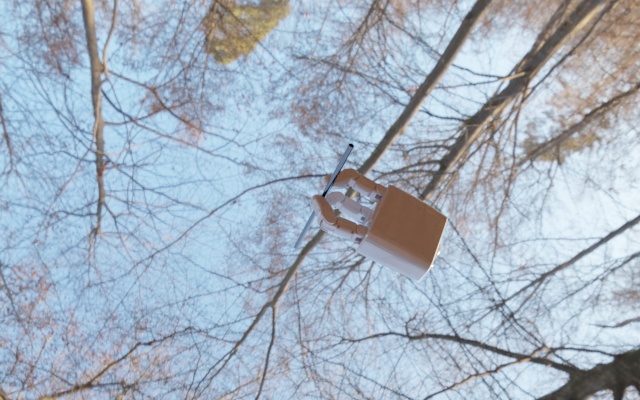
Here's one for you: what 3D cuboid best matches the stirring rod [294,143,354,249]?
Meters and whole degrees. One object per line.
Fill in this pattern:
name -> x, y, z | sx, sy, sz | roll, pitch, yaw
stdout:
stirring rod -> 0.000, 0.002, 0.725 | 0.011, 0.011, 0.240 | 0, -39, -26
